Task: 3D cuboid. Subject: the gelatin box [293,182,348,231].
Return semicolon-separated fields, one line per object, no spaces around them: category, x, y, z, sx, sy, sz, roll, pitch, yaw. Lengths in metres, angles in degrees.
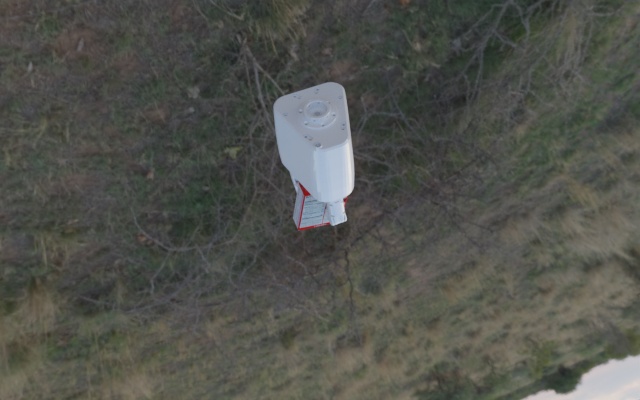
gelatin box;0.000;0.003;0.719;0.073;0.030;0.089;-12;-37;-19
